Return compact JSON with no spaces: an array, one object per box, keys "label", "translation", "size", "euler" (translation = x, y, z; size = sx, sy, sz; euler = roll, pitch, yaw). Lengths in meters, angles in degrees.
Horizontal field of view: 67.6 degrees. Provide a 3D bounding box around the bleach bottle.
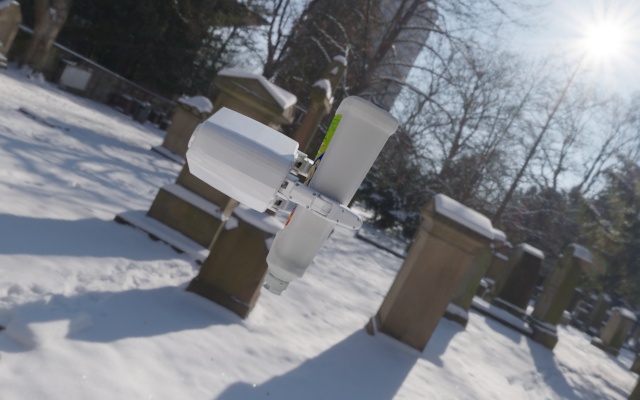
[{"label":"bleach bottle","translation":[0.000,0.002,0.577],"size":[0.068,0.251,0.102],"euler":[28,4,-9]}]
